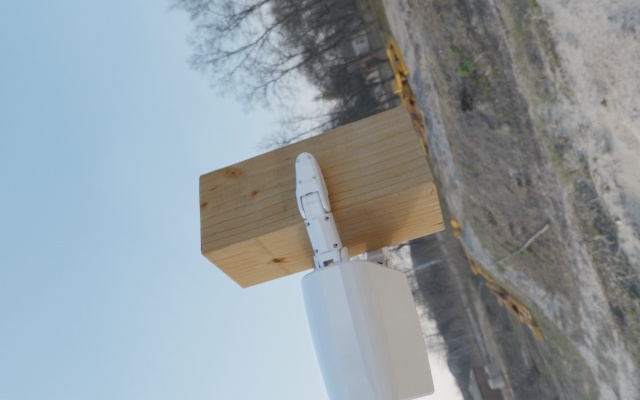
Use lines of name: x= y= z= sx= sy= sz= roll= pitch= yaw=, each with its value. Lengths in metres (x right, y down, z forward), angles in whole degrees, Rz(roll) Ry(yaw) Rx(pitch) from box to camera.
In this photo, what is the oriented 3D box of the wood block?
wood block: x=0.000 y=0.002 z=0.451 sx=0.206 sy=0.090 sz=0.091 roll=-18 pitch=-35 yaw=10
